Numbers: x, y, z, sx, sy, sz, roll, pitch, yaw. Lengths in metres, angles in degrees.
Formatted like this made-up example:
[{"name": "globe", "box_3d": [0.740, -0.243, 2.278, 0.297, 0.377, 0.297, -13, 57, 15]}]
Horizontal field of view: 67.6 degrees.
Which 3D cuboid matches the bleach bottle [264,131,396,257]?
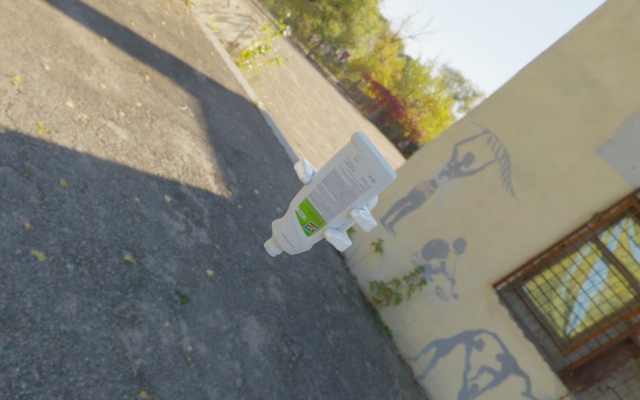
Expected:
[{"name": "bleach bottle", "box_3d": [0.000, 0.003, 0.798, 0.251, 0.102, 0.068, -39, -6, 15]}]
